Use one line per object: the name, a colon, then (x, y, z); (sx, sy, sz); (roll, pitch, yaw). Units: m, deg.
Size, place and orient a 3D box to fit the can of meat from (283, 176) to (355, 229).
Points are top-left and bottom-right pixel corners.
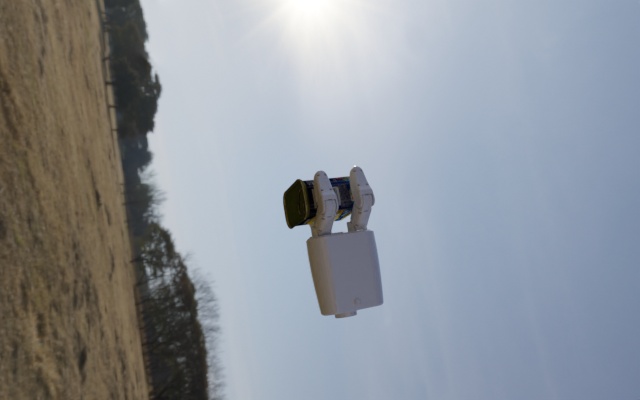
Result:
can of meat: (0.000, 0.002, 0.693); (0.084, 0.057, 0.102); (-6, -12, -21)
